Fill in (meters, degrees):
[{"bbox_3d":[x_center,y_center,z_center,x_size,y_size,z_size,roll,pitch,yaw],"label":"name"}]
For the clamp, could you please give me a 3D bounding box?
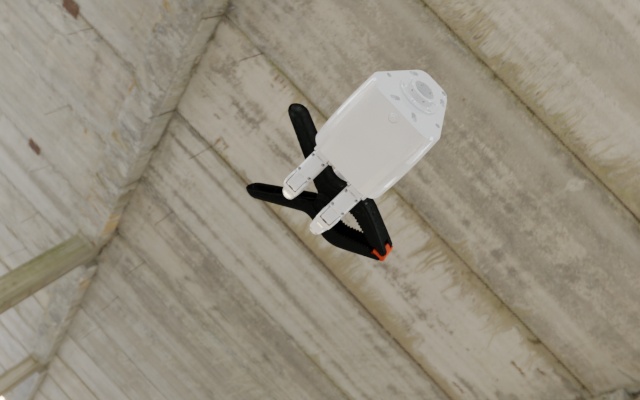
[{"bbox_3d":[0.001,0.002,0.604,0.036,0.210,0.165,-42,-2,-46],"label":"clamp"}]
